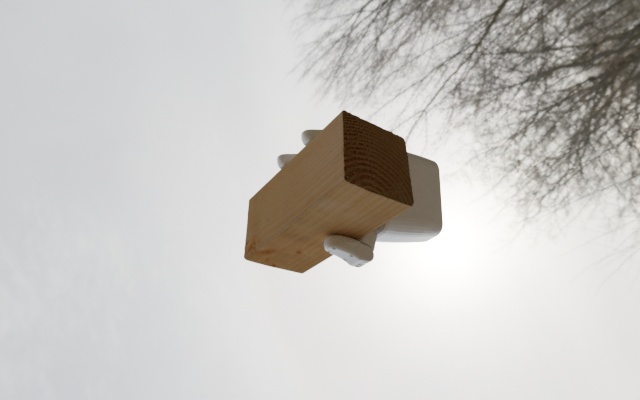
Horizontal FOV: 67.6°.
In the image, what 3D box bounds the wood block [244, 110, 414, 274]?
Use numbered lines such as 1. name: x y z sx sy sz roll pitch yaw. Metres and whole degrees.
1. wood block: 0.000 0.002 0.553 0.090 0.090 0.206 19 -37 -29
